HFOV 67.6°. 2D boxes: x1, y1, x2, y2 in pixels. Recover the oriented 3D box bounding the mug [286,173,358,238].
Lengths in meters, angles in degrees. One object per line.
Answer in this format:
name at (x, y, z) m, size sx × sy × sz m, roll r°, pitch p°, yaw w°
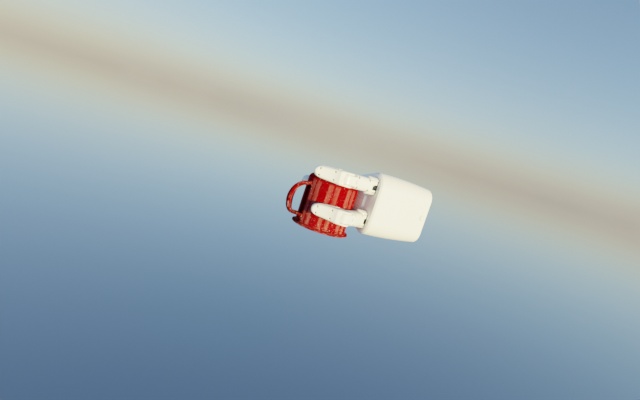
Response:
mug at (-0.001, 0.002, 0.753) m, size 0.117 × 0.081 × 0.093 m, roll 14°, pitch 9°, yaw -28°
